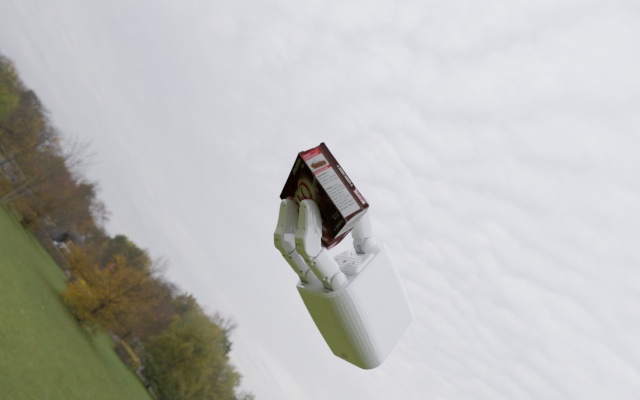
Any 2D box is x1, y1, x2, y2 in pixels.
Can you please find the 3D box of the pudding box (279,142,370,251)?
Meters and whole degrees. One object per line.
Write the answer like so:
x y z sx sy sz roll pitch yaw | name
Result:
0.000 0.002 0.535 0.039 0.090 0.113 -29 -14 -28 | pudding box
